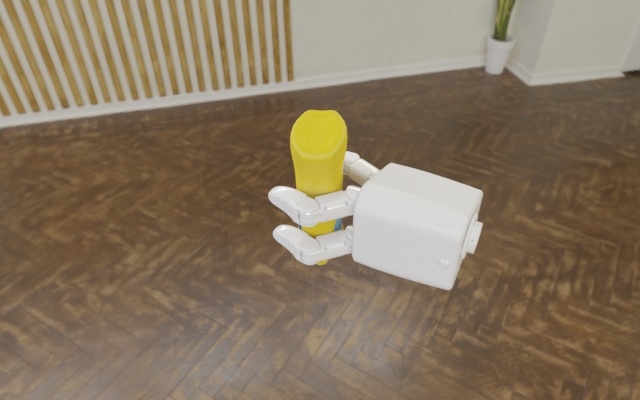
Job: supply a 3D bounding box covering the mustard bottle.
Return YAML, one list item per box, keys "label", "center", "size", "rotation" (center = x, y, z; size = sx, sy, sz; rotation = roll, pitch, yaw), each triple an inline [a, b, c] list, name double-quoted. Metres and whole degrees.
- label: "mustard bottle"
  center: [0.000, 0.002, 0.542]
  size: [0.058, 0.192, 0.096]
  rotation: [0, 40, 2]
